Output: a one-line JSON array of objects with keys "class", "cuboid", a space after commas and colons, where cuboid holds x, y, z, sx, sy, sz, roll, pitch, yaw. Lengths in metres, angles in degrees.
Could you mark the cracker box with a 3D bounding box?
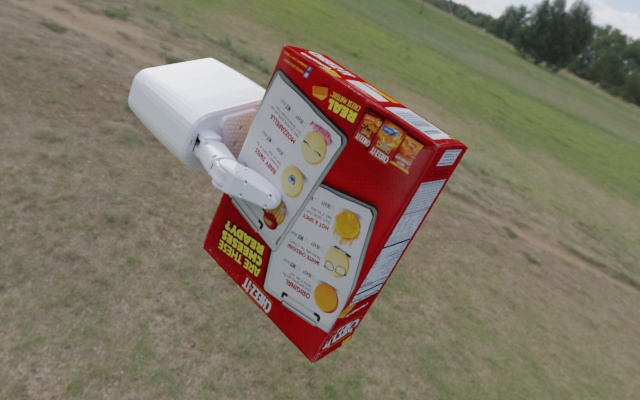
[{"class": "cracker box", "cuboid": [0.000, 0.001, 0.418, 0.164, 0.214, 0.072, 40, 27, 28]}]
